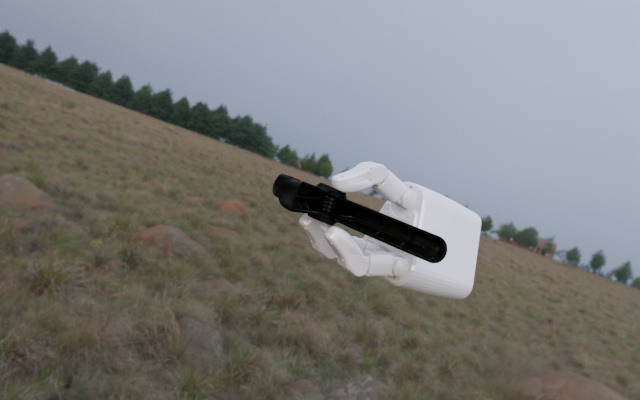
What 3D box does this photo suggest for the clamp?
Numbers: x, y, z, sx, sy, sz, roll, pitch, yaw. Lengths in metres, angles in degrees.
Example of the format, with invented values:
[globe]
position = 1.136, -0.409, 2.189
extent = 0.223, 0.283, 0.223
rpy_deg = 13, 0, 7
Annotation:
[clamp]
position = 0.000, 0.001, 0.468
extent = 0.164, 0.036, 0.210
rpy_deg = 22, 1, -32
